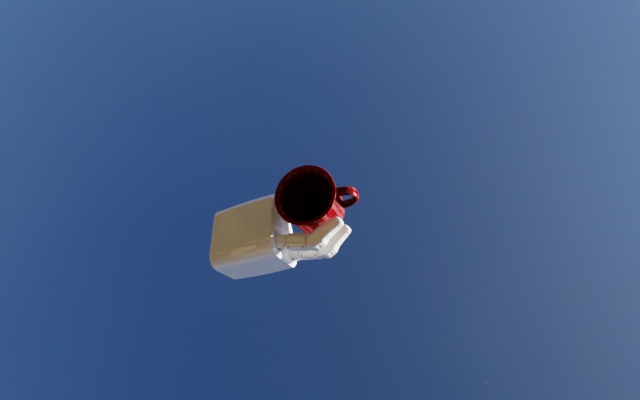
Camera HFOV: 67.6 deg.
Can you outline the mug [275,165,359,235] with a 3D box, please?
[{"bbox_3d":[0.002,0.002,0.716,0.117,0.093,0.081,-14,-24,13],"label":"mug"}]
